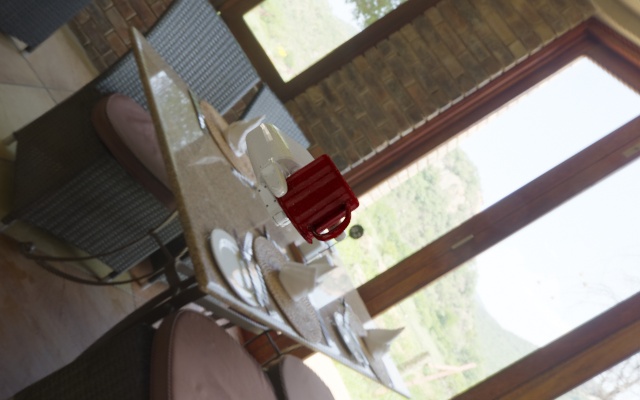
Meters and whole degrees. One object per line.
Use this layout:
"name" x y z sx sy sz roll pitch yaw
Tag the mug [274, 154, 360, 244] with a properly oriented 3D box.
"mug" 0.001 0.003 0.595 0.081 0.093 0.117 -34 42 3
